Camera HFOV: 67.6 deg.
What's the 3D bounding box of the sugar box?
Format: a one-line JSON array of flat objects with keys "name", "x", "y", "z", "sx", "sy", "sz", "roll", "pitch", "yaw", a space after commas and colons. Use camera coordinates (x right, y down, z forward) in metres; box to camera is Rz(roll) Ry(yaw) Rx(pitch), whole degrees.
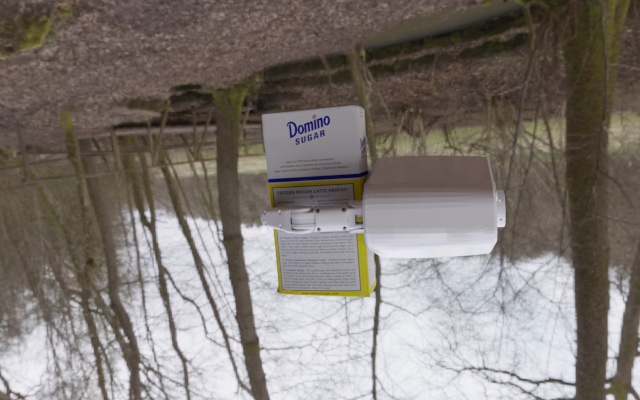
[{"name": "sugar box", "x": 0.000, "y": 0.002, "z": 0.457, "sx": 0.093, "sy": 0.176, "sz": 0.048, "roll": -2, "pitch": 5, "yaw": 16}]
